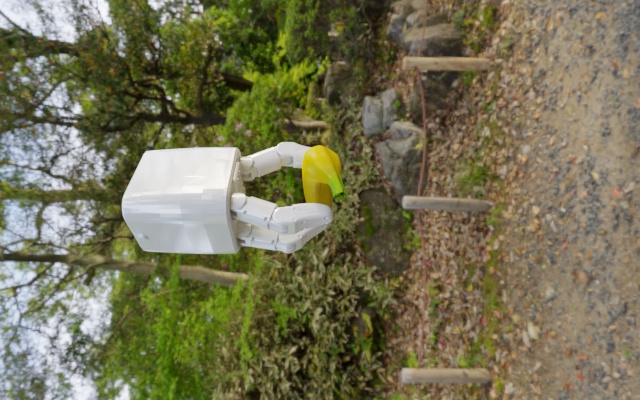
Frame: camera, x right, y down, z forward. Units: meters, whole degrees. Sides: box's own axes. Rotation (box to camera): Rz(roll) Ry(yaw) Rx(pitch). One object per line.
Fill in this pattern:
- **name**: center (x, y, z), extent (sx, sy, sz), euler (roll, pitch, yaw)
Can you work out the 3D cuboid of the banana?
- **banana**: center (-0.001, -0.017, 0.525), extent (0.037, 0.069, 0.198), euler (-3, -10, -3)
